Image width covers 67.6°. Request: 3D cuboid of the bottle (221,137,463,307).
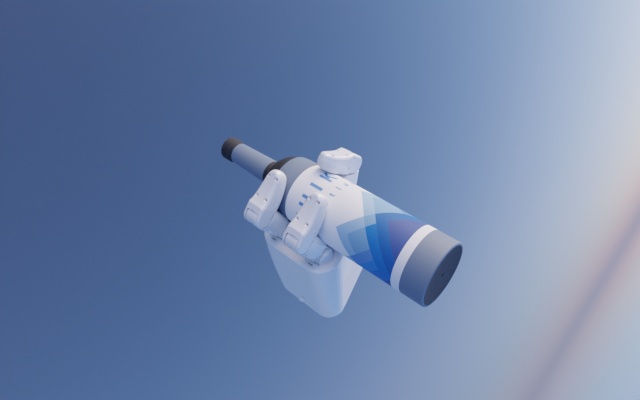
[{"bbox_3d":[0.000,0.002,0.497,0.295,0.069,0.069,31,17,31],"label":"bottle"}]
